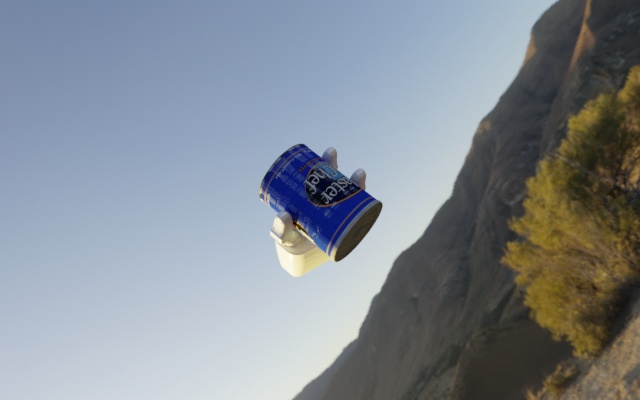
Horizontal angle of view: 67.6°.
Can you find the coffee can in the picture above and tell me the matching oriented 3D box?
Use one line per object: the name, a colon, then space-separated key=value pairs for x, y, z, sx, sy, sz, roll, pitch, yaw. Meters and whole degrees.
coffee can: x=0.000 y=0.002 z=0.662 sx=0.140 sy=0.103 sz=0.103 roll=39 pitch=14 yaw=18
